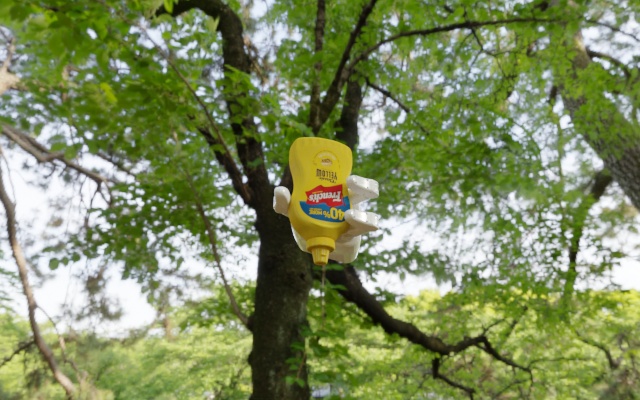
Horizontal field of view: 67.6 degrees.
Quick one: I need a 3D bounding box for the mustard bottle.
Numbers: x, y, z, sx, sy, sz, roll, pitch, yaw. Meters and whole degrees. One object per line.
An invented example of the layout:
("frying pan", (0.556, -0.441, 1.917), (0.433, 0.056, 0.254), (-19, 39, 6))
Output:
("mustard bottle", (0.000, 0.002, 0.711), (0.096, 0.191, 0.058), (10, -26, -20))
